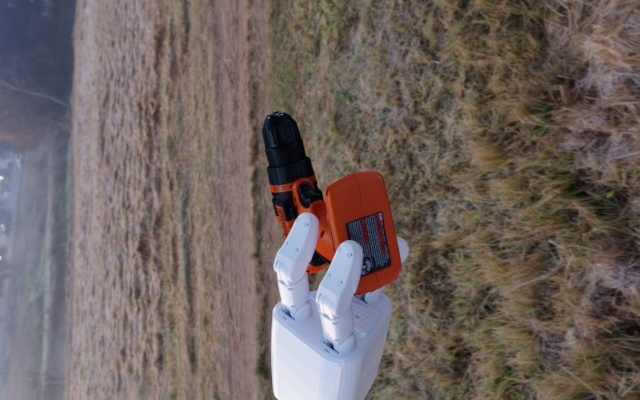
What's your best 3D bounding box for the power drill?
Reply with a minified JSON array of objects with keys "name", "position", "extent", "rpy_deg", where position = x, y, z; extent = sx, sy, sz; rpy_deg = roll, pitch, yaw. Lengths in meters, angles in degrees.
[{"name":"power drill","position":[0.000,0.002,0.470],"extent":[0.057,0.184,0.187],"rpy_deg":[-20,15,-18]}]
